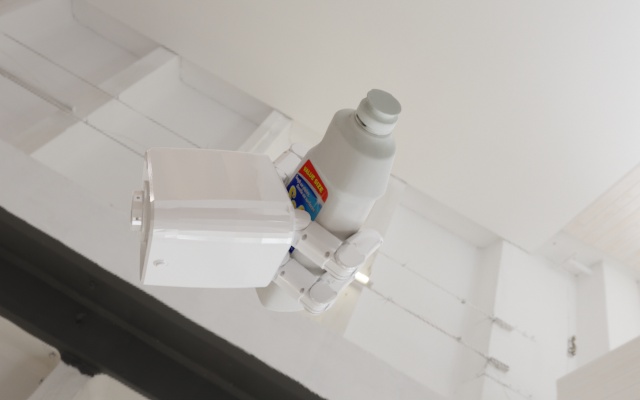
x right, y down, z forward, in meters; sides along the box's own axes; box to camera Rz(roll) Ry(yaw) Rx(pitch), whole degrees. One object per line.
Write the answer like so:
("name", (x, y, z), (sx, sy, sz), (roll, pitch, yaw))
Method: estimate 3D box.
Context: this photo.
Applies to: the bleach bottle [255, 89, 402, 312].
("bleach bottle", (0.000, 0.002, 0.434), (0.068, 0.102, 0.251), (4, -41, -24))
